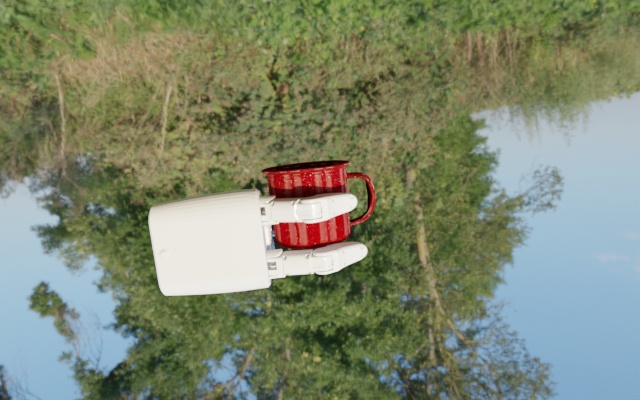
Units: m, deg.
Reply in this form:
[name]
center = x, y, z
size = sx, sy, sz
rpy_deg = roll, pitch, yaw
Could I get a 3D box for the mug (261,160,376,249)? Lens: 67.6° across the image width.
[mug]
center = 0.002, 0.002, 0.507
size = 0.117, 0.081, 0.093
rpy_deg = -6, 9, -1
